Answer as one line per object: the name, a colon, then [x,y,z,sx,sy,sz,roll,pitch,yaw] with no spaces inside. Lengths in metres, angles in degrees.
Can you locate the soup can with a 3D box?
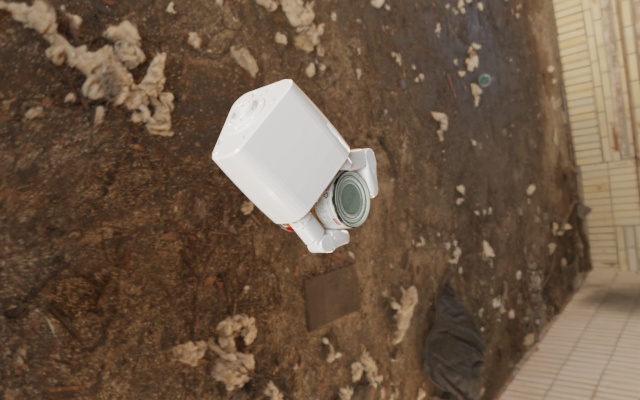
soup can: [0.001,0.002,0.576,0.102,0.068,0.068,-6,-4,42]
